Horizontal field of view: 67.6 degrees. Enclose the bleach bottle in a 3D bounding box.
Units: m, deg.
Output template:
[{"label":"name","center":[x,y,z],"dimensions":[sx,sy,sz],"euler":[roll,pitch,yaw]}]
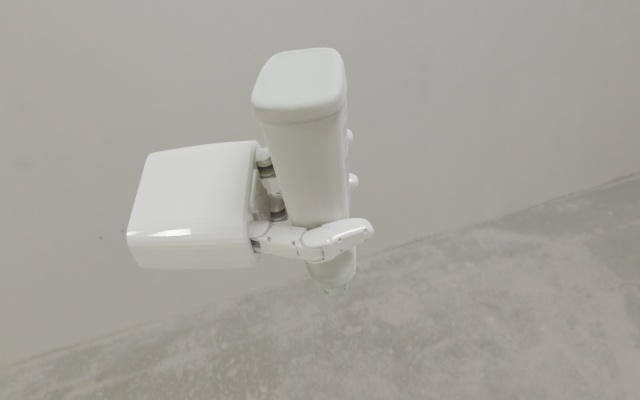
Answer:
[{"label":"bleach bottle","center":[0.000,0.001,0.430],"dimensions":[0.068,0.251,0.102],"euler":[-4,39,7]}]
